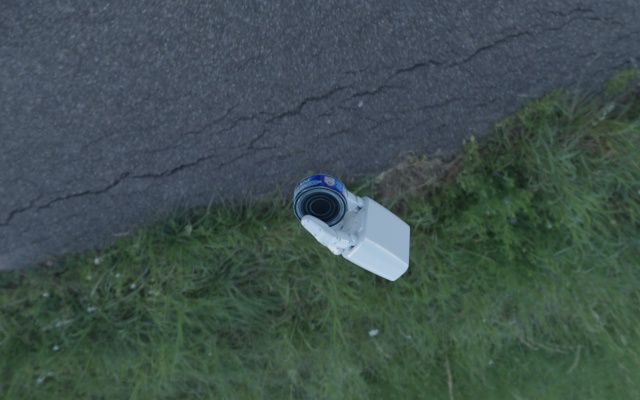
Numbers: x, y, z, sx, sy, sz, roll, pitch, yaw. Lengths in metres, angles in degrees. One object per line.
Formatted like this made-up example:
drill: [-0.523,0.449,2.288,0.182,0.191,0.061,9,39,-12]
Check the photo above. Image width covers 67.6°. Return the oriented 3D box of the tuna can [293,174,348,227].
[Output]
tuna can: [0.000,0.003,0.745,0.086,0.086,0.033,0,37,3]
